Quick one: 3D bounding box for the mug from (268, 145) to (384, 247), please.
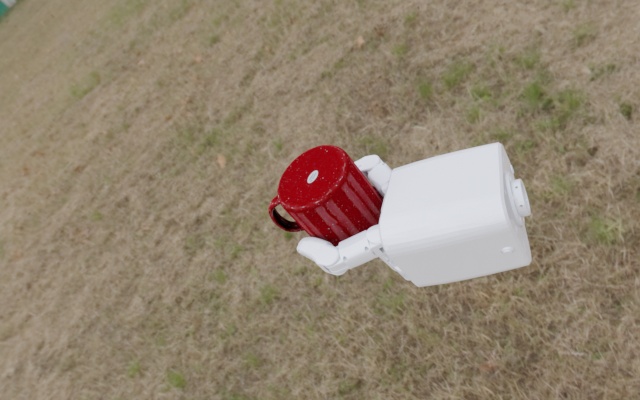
[{"bbox_3d":[-0.001,0.002,0.488,0.117,0.093,0.081,-17,-44,26],"label":"mug"}]
